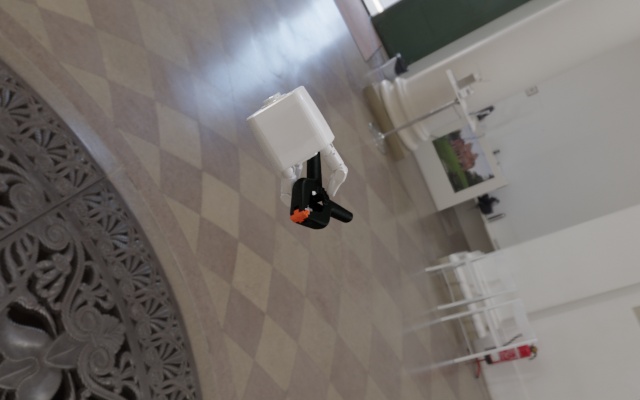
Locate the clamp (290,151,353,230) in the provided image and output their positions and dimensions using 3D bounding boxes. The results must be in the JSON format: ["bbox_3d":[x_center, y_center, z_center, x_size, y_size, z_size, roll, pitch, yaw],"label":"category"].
[{"bbox_3d":[0.001,0.003,0.853,0.036,0.164,0.210,-25,16,23],"label":"clamp"}]
